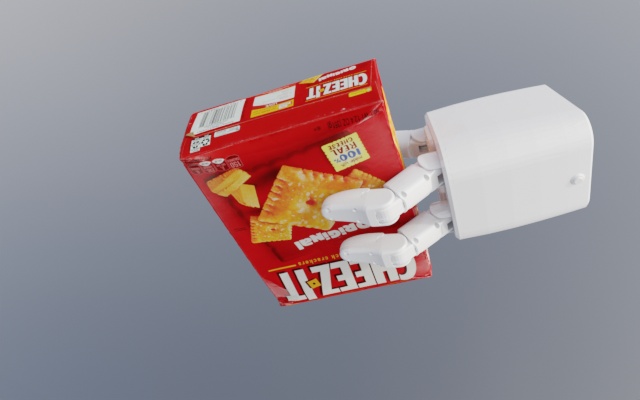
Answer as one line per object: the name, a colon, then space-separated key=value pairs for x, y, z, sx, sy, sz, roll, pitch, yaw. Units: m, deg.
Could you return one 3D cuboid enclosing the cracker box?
cracker box: x=0.000 y=0.001 z=0.432 sx=0.164 sy=0.072 sz=0.214 roll=-13 pitch=-48 yaw=13
